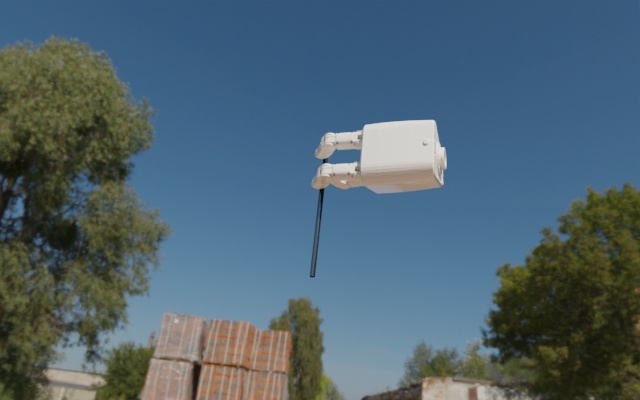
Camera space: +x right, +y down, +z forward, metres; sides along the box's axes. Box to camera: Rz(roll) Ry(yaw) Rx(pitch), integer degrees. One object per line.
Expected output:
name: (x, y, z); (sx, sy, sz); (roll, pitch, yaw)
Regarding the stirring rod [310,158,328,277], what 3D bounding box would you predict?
stirring rod: (0.000, 0.003, 0.747); (0.011, 0.239, 0.011); (5, -24, 2)
